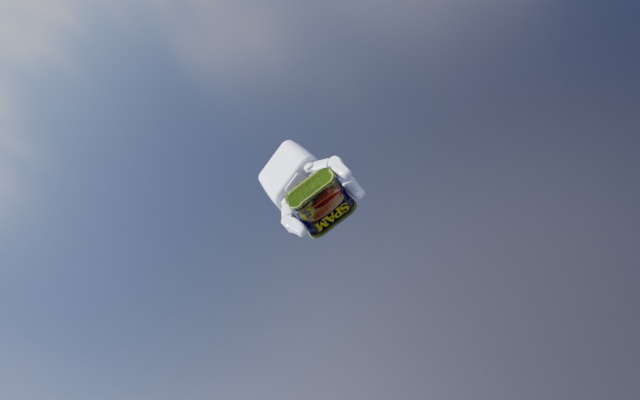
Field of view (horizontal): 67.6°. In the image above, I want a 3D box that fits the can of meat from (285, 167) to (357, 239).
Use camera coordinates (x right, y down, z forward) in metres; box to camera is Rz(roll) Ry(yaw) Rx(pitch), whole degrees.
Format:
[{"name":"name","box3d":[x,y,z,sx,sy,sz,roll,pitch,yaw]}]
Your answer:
[{"name":"can of meat","box3d":[0.000,0.003,0.834,0.102,0.084,0.057,-37,37,-1]}]
